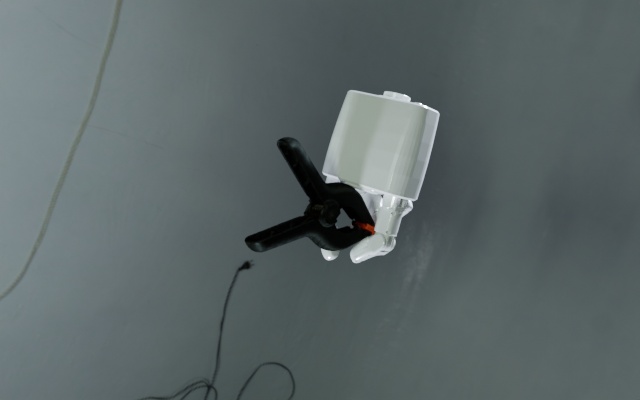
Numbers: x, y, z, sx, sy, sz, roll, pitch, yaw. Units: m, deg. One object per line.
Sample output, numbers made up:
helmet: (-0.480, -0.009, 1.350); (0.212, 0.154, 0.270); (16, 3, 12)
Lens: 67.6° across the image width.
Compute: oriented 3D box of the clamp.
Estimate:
clamp: (0.001, 0.002, 0.527); (0.171, 0.120, 0.039); (9, 9, -44)
